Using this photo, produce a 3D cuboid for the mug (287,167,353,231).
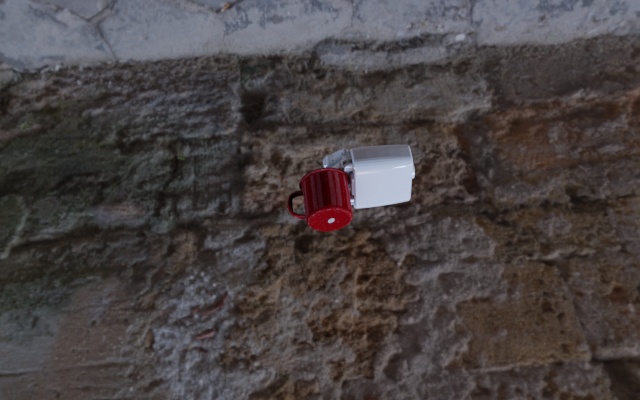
[{"bbox_3d":[-0.001,0.003,0.841,0.117,0.081,0.093,-7,-32,-1],"label":"mug"}]
